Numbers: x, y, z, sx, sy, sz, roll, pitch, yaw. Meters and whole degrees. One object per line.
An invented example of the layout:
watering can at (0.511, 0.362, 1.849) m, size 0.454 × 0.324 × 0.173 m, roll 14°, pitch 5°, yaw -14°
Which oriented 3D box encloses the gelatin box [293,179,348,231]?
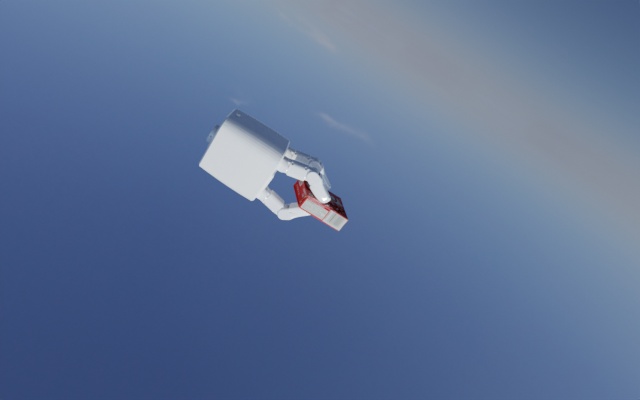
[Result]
gelatin box at (0.000, 0.003, 0.803) m, size 0.089 × 0.030 × 0.073 m, roll 32°, pitch 20°, yaw -24°
